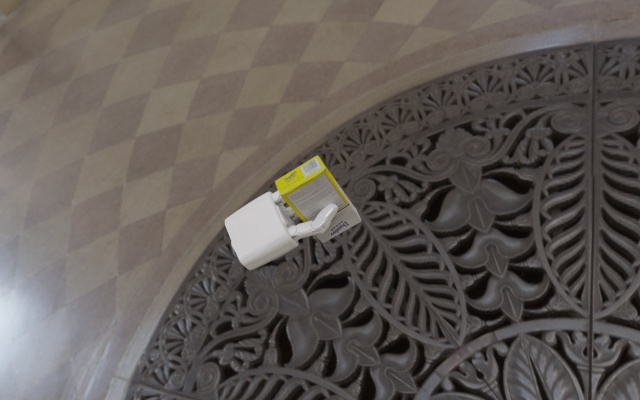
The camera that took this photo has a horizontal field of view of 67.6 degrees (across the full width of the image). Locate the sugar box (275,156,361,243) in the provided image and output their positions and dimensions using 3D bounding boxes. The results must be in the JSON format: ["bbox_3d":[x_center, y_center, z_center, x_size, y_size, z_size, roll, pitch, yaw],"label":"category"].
[{"bbox_3d":[0.000,0.003,0.892,0.093,0.048,0.176,-30,-41,7],"label":"sugar box"}]
